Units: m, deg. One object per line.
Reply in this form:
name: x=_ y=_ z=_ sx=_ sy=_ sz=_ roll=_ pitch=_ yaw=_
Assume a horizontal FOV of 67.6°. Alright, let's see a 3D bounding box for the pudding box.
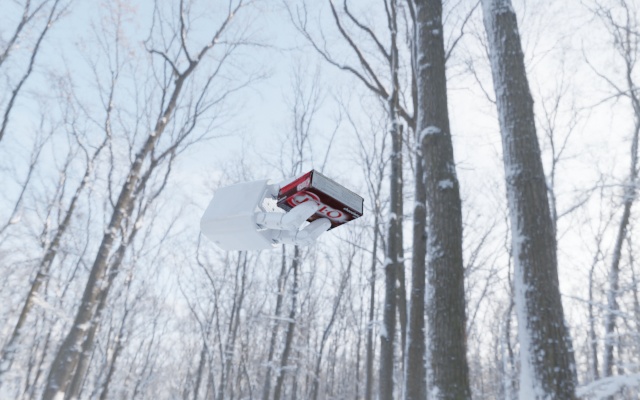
pudding box: x=0.000 y=0.002 z=0.766 sx=0.113 sy=0.039 sz=0.090 roll=26 pitch=-34 yaw=-31
